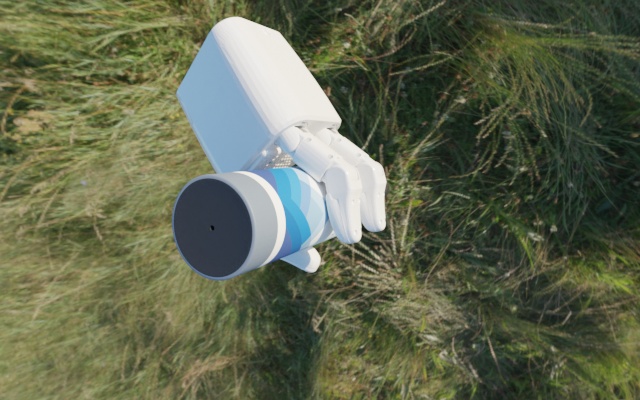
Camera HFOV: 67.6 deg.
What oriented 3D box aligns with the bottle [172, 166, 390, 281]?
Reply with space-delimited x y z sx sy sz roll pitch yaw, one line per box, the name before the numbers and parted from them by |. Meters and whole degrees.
bottle | 0.000 0.001 0.423 0.069 0.069 0.295 0 6 27
